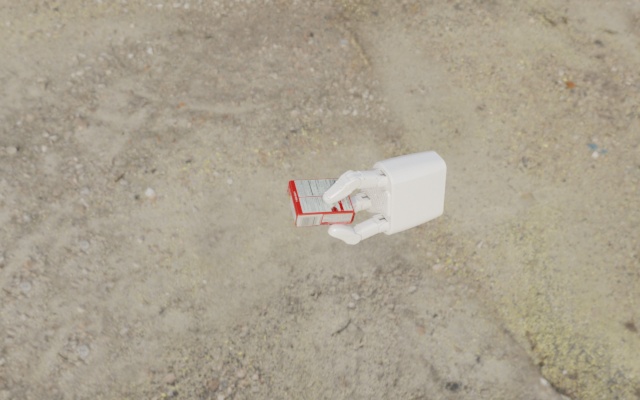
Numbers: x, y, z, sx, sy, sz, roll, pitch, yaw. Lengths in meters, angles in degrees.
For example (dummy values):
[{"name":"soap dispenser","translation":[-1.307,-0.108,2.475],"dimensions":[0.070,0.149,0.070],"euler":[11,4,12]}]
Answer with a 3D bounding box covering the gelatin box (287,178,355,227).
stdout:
[{"name":"gelatin box","translation":[0.000,0.002,0.716],"dimensions":[0.089,0.073,0.030],"euler":[-3,-43,-15]}]
